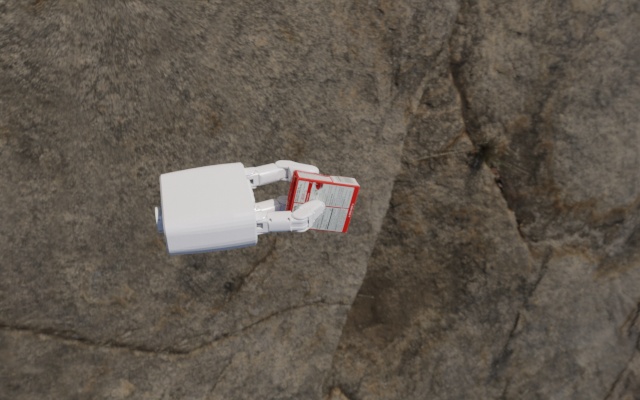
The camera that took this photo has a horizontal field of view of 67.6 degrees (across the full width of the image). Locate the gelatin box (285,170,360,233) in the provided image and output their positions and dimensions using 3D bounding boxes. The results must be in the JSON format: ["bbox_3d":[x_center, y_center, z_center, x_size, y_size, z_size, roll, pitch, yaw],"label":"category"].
[{"bbox_3d":[0.001,0.002,0.641,0.089,0.073,0.030,7,25,-16],"label":"gelatin box"}]
